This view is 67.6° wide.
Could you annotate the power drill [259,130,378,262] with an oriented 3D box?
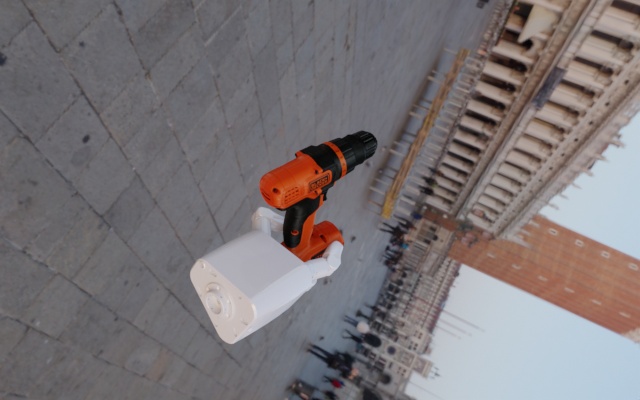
[{"bbox_3d":[0.000,0.003,0.670,0.184,0.188,0.057,-27,50,-28],"label":"power drill"}]
